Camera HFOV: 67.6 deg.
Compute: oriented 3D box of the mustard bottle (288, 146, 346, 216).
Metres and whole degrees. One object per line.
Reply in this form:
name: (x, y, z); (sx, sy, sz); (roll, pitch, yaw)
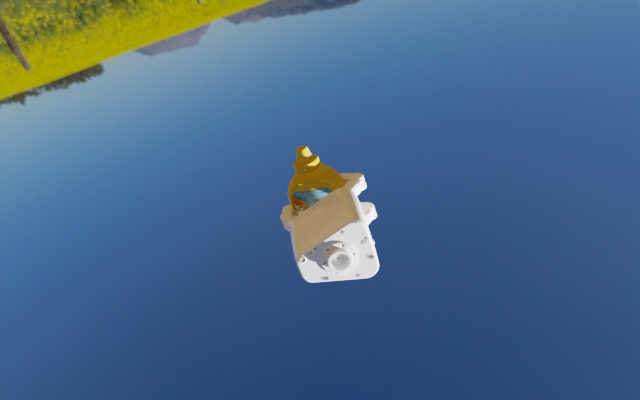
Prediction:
mustard bottle: (0.000, 0.003, 0.764); (0.096, 0.192, 0.058); (-8, 28, 25)
